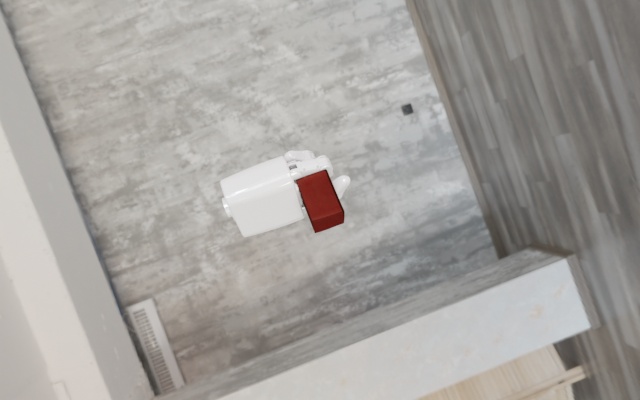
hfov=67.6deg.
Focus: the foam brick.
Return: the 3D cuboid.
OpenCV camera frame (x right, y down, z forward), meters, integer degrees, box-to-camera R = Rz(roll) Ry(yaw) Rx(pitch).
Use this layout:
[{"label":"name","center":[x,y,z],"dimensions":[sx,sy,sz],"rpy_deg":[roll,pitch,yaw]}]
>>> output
[{"label":"foam brick","center":[0.000,0.003,0.743],"dimensions":[0.051,0.078,0.053],"rpy_deg":[-20,-24,-6]}]
